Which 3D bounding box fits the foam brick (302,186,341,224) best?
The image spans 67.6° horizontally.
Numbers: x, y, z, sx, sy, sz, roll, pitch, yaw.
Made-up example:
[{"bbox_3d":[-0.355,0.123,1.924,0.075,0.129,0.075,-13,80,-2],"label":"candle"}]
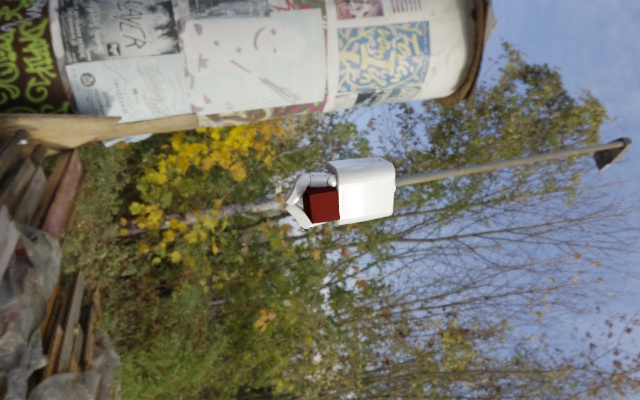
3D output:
[{"bbox_3d":[0.000,0.003,0.824,0.051,0.053,0.078,-8,16,-10],"label":"foam brick"}]
